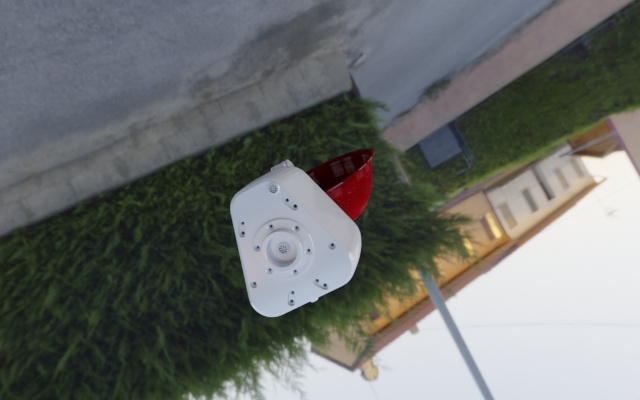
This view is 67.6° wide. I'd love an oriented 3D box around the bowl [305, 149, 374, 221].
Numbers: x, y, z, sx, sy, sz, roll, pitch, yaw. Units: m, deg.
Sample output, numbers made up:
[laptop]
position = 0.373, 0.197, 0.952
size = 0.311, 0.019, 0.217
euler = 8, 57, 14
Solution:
[bowl]
position = 0.001, 0.002, 0.559
size = 0.162, 0.055, 0.162
euler = -27, 14, 7
